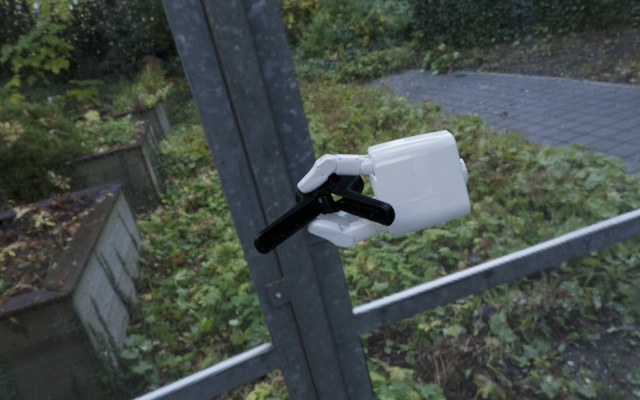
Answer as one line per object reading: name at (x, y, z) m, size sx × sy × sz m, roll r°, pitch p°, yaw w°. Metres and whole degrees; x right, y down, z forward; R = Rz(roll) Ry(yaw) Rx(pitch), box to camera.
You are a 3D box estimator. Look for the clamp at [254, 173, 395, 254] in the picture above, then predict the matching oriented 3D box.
clamp at (0.000, 0.001, 0.618) m, size 0.164 × 0.036 × 0.210 m, roll -15°, pitch 21°, yaw 4°
